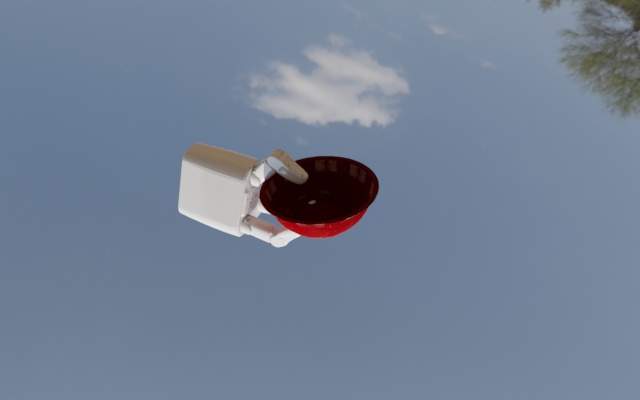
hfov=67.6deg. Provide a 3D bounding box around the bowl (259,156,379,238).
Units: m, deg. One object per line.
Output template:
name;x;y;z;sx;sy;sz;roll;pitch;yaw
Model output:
bowl;0.001;0.003;0.656;0.162;0.055;0.162;-4;36;3
